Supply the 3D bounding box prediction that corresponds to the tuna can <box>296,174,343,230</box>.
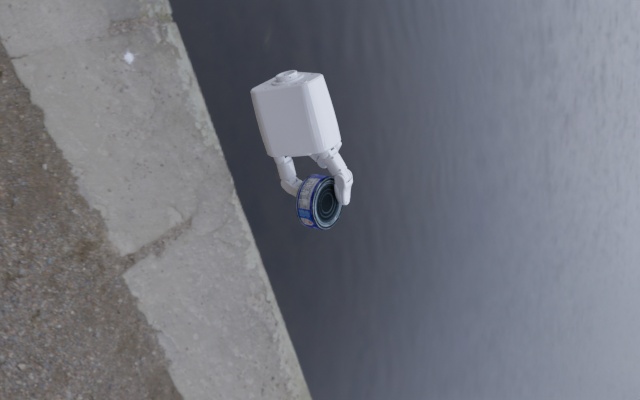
[{"bbox_3d":[0.001,0.003,0.753,0.034,0.086,0.086,9,5,35],"label":"tuna can"}]
